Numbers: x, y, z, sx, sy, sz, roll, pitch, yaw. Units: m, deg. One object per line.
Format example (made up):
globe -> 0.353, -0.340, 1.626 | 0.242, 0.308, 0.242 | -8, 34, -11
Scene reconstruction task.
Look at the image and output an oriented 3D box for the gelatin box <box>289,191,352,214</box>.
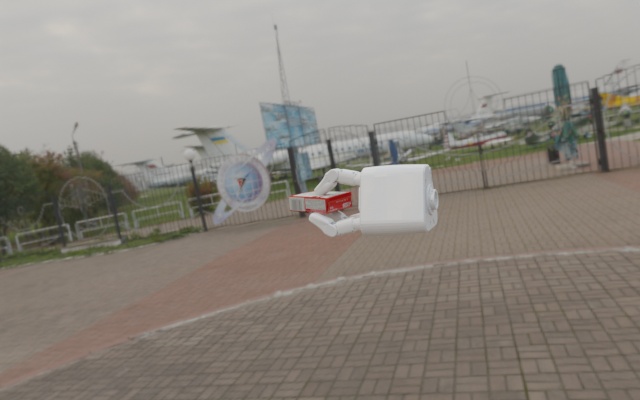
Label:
gelatin box -> 0.000, 0.002, 0.850 | 0.089, 0.030, 0.073 | 4, 11, 38
